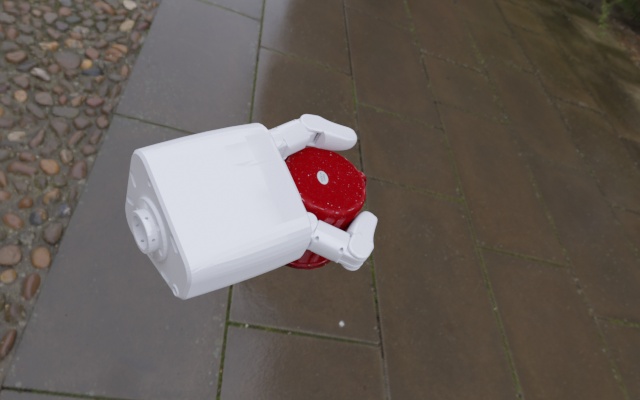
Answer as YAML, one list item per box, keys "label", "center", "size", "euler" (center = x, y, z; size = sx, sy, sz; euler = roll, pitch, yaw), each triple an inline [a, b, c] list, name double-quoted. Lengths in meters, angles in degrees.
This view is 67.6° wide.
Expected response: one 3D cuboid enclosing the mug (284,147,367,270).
- label: "mug"
  center: [0.001, 0.001, 0.456]
  size: [0.117, 0.093, 0.081]
  euler: [-19, -28, -37]
